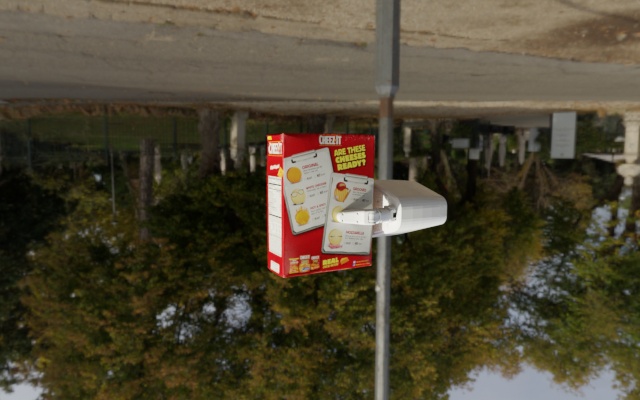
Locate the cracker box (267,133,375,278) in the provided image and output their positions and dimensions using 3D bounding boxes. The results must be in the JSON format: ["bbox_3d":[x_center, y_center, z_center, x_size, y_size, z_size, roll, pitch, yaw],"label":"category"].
[{"bbox_3d":[0.000,0.003,0.755,0.164,0.214,0.072,-3,7,-30],"label":"cracker box"}]
